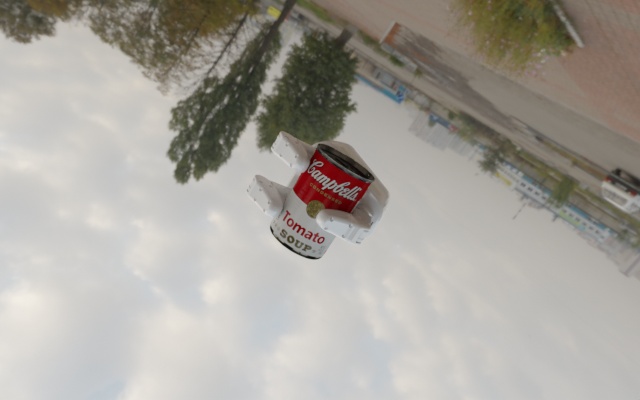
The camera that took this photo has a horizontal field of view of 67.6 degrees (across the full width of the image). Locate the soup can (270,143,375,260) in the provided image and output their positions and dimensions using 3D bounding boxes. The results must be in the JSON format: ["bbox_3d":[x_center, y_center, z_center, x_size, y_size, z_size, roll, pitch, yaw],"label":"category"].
[{"bbox_3d":[0.000,0.002,0.494,0.068,0.102,0.068,30,16,-9],"label":"soup can"}]
